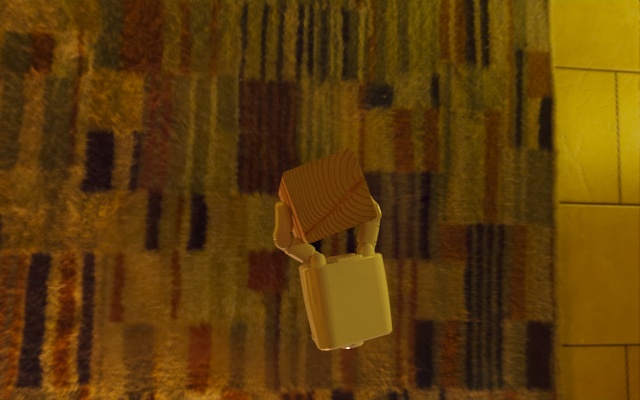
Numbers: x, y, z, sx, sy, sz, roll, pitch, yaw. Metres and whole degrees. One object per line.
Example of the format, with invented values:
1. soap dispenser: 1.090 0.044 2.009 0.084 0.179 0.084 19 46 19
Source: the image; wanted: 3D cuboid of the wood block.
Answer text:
1. wood block: 0.001 0.002 0.651 0.091 0.090 0.206 -20 -2 -8
